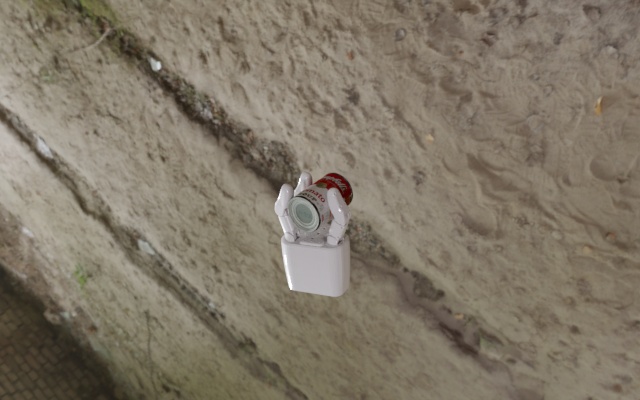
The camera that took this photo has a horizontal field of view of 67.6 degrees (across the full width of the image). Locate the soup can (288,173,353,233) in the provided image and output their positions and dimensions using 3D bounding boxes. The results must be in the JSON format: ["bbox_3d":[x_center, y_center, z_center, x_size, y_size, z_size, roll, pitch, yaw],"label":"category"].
[{"bbox_3d":[0.000,0.002,0.810,0.068,0.068,0.102,0,25,39],"label":"soup can"}]
